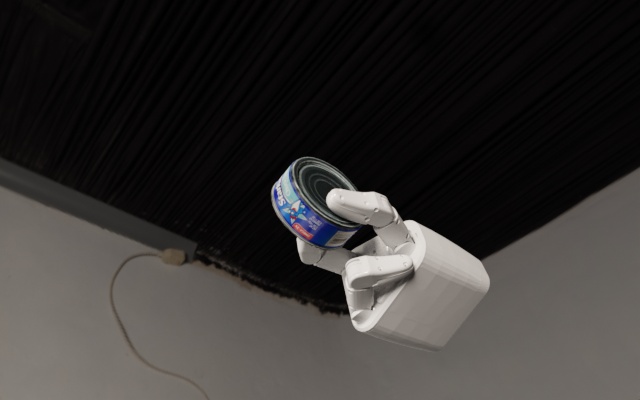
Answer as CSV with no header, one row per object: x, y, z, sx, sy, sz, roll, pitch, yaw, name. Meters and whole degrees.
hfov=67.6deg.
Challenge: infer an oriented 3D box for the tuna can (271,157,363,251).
0.000,0.001,0.436,0.086,0.086,0.034,0,-39,-48,tuna can
